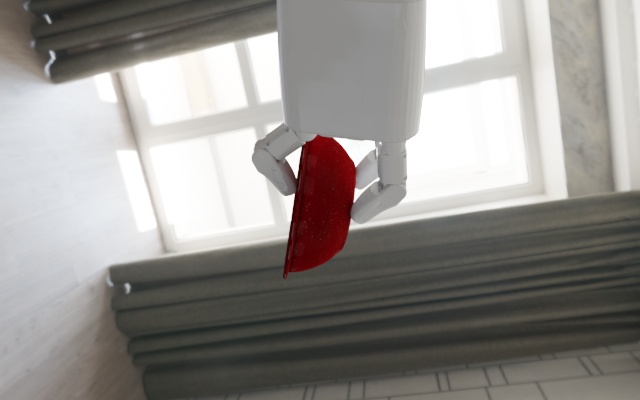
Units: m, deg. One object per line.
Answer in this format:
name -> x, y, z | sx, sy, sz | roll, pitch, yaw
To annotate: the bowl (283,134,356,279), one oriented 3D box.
bowl -> 0.000, 0.002, 0.480 | 0.055, 0.162, 0.162 | 8, -1, -4
